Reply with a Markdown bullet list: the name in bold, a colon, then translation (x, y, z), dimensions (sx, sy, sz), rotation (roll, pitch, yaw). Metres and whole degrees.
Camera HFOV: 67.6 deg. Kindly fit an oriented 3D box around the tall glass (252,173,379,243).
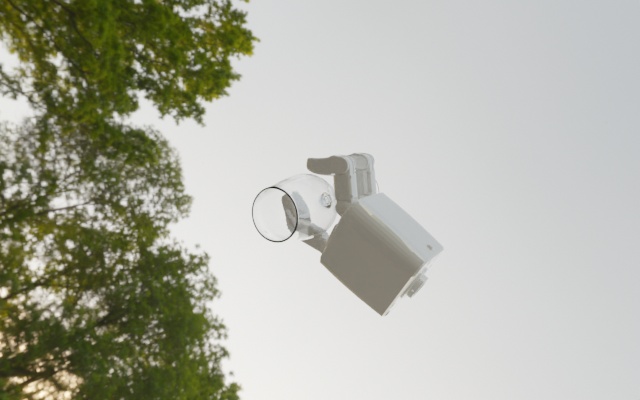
- **tall glass**: translation (0.000, 0.002, 0.599), dimensions (0.079, 0.079, 0.201), rotation (0, 8, 31)
